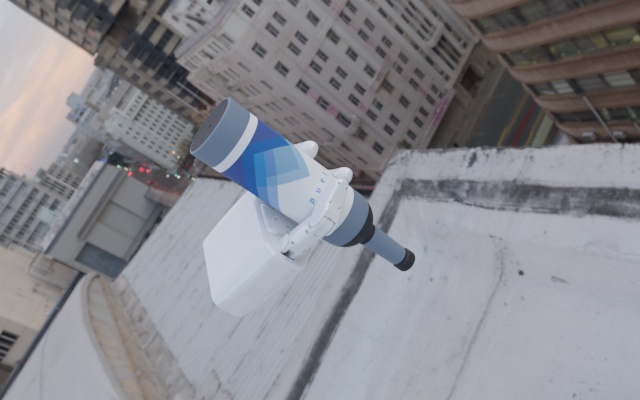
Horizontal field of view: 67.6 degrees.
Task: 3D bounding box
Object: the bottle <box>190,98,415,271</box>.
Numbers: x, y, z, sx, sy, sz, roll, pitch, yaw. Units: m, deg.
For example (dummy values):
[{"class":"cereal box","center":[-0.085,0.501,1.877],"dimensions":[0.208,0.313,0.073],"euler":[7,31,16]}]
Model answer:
[{"class":"bottle","center":[0.000,0.002,0.530],"dimensions":[0.296,0.069,0.069],"euler":[35,-17,-27]}]
